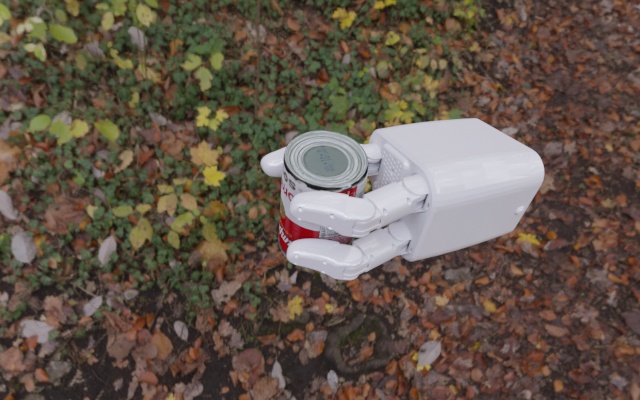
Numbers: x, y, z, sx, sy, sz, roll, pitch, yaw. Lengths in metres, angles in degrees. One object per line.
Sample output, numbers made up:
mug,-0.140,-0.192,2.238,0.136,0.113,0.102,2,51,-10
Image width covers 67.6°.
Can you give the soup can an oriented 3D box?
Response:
soup can,0.000,0.001,0.401,0.068,0.068,0.102,0,-42,-7
